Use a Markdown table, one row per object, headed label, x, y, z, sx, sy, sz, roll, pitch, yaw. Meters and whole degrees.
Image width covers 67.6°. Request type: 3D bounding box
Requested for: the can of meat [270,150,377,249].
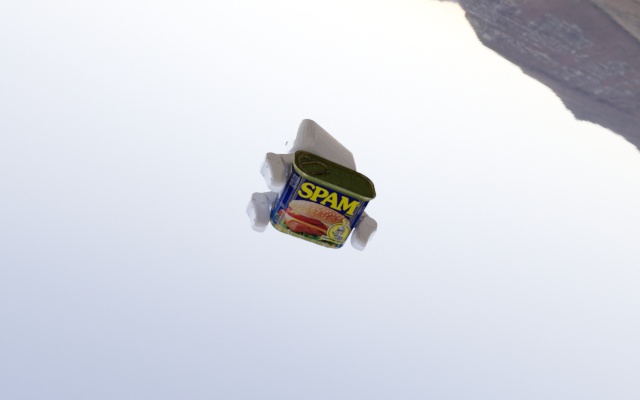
| label | x | y | z | sx | sy | sz | roll | pitch | yaw |
| --- | --- | --- | --- | --- | --- | --- | --- | --- | --- |
| can of meat | 0.000 | 0.002 | 0.557 | 0.102 | 0.084 | 0.057 | 21 | 29 | -14 |
